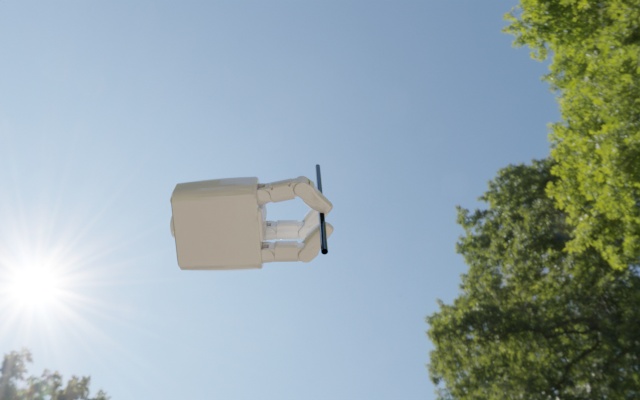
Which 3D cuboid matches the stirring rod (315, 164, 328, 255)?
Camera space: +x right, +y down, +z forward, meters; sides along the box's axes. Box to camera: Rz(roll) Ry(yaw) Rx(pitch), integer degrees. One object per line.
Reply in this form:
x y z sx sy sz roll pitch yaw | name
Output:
0.000 0.002 0.642 0.011 0.011 0.239 0 27 -2 | stirring rod
